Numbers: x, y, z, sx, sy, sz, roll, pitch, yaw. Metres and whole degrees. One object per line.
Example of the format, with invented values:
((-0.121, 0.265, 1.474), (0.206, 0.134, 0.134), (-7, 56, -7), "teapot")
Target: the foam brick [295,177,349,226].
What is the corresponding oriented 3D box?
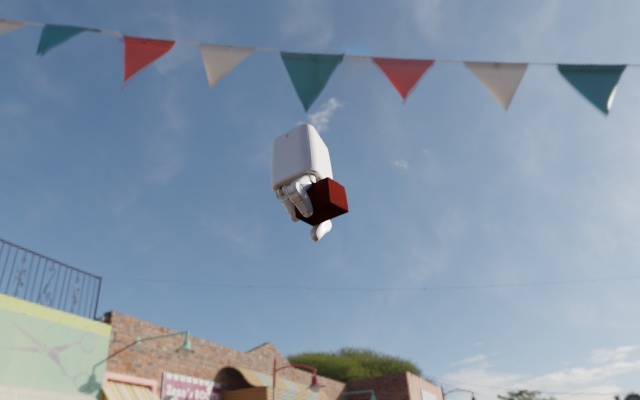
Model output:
((0.000, 0.003, 0.818), (0.078, 0.051, 0.053), (-24, -35, 30), "foam brick")
